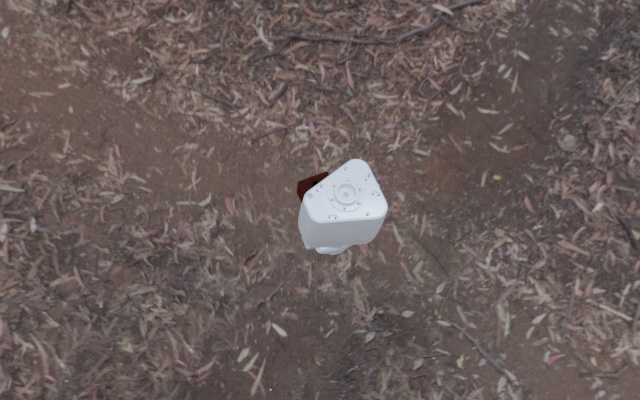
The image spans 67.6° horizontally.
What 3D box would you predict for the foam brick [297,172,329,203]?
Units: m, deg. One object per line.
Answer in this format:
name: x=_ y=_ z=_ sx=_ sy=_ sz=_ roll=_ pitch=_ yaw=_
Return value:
foam brick: x=0.000 y=0.002 z=0.765 sx=0.053 sy=0.078 sz=0.051 roll=-20 pitch=-19 yaw=-11
